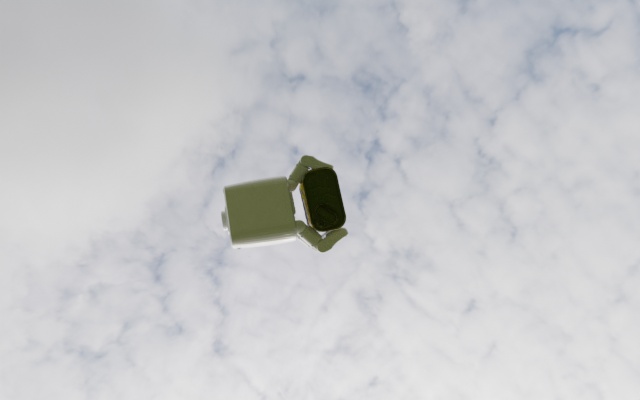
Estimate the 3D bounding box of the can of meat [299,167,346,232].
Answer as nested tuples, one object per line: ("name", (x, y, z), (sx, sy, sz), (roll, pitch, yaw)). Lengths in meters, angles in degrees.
("can of meat", (0.000, 0.003, 0.794), (0.057, 0.102, 0.084), (-12, -5, -10))
